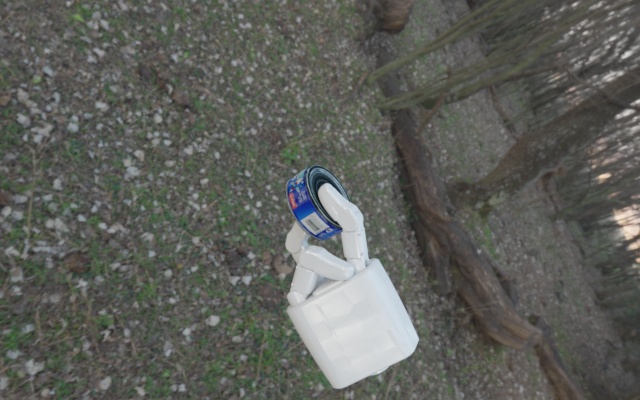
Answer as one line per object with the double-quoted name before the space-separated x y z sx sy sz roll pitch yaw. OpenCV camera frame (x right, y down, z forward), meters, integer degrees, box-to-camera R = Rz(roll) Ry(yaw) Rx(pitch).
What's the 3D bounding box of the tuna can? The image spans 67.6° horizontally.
"tuna can" 0.000 0.002 0.560 0.034 0.086 0.086 -32 -17 29
